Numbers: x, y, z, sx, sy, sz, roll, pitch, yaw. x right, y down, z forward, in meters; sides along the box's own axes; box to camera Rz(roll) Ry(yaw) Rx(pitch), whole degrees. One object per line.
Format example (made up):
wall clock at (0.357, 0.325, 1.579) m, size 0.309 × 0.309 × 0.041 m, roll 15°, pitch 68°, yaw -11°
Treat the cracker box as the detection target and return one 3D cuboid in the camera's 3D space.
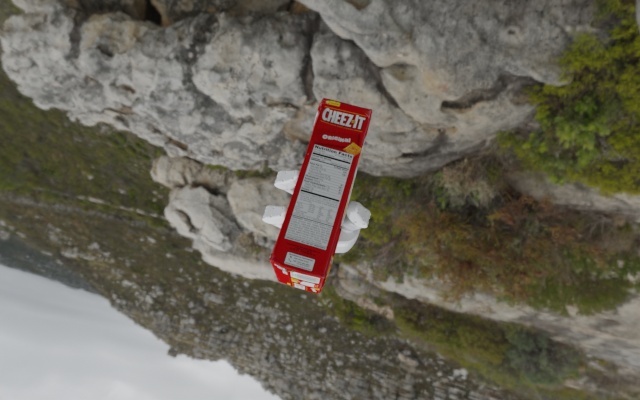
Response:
cracker box at (0.000, 0.002, 0.620) m, size 0.072 × 0.213 × 0.164 m, roll 16°, pitch -16°, yaw 3°
